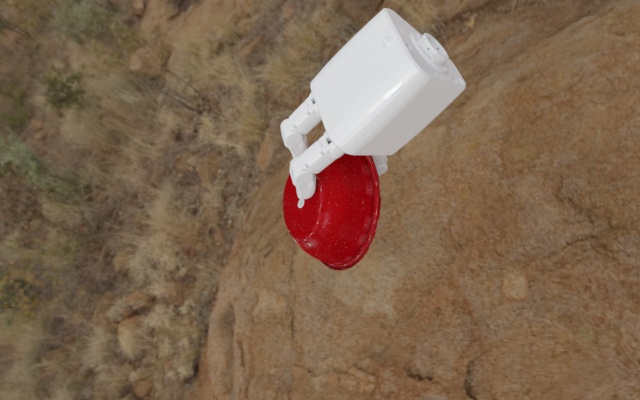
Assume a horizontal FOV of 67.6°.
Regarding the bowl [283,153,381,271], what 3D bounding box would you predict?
[{"bbox_3d":[-0.001,0.003,0.563,0.055,0.162,0.162,3,-2,-31],"label":"bowl"}]
